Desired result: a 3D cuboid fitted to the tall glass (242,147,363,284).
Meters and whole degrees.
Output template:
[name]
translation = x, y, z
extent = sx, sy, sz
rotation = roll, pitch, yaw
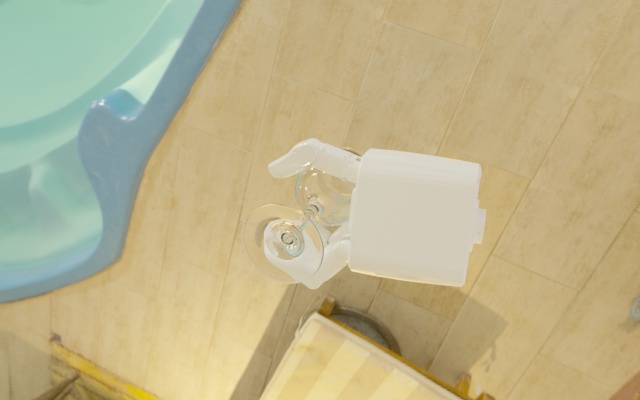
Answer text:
[tall glass]
translation = 0.000, 0.002, 0.486
extent = 0.079, 0.079, 0.201
rotation = 0, 21, 20
